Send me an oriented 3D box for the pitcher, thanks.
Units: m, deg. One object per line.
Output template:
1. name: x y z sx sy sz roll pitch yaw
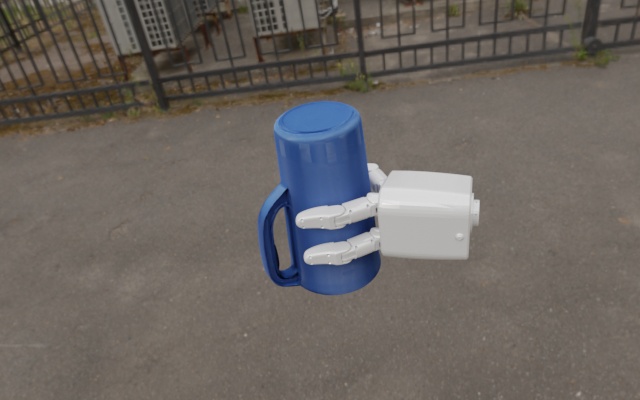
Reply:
1. pitcher: 0.000 0.002 0.636 0.145 0.243 0.149 3 35 17
